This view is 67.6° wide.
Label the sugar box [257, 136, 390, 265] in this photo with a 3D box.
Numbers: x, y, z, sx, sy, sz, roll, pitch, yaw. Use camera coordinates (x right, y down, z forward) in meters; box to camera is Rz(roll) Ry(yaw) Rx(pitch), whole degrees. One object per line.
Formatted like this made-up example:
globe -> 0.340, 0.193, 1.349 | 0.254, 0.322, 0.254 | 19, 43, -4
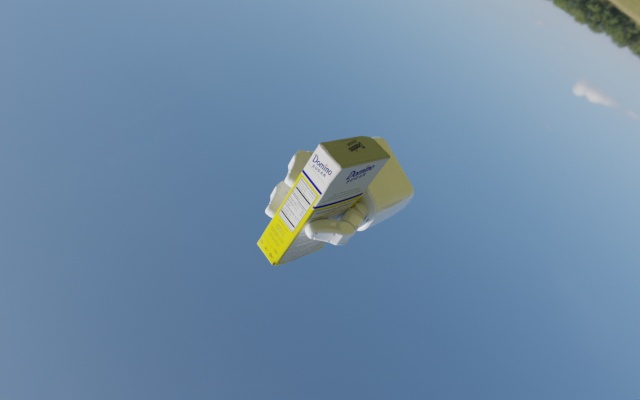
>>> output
sugar box -> 0.000, 0.002, 0.573 | 0.093, 0.048, 0.176 | -16, -33, -47
